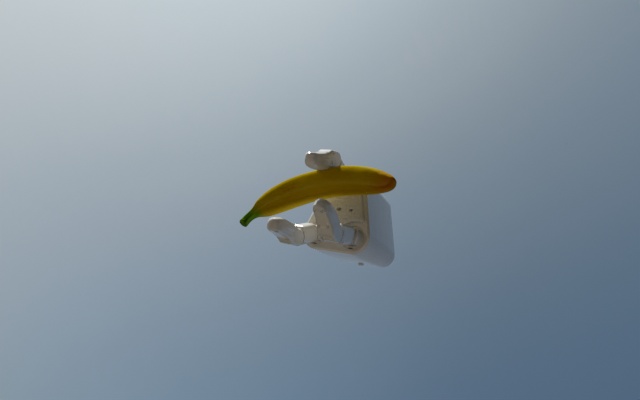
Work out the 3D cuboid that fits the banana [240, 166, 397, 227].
[{"bbox_3d":[-0.002,-0.010,0.583,0.198,0.037,0.069,-16,39,19],"label":"banana"}]
